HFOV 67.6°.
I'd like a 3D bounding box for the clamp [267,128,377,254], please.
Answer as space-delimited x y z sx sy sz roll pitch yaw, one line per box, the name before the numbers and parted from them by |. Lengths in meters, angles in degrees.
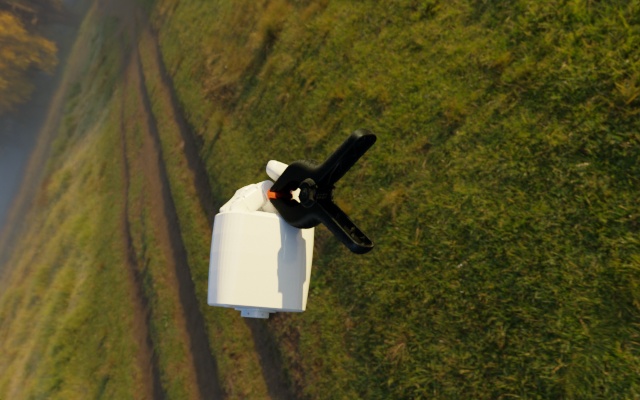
clamp | -0.001 0.002 0.510 0.039 0.120 0.171 10 -15 -34
